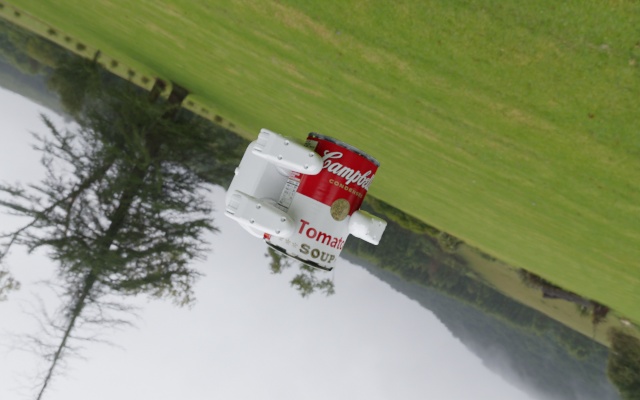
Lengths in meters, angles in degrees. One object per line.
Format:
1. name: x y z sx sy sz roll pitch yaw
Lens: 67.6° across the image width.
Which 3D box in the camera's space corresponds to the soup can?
1. soup can: 0.000 0.002 0.412 0.068 0.102 0.068 24 -1 1
